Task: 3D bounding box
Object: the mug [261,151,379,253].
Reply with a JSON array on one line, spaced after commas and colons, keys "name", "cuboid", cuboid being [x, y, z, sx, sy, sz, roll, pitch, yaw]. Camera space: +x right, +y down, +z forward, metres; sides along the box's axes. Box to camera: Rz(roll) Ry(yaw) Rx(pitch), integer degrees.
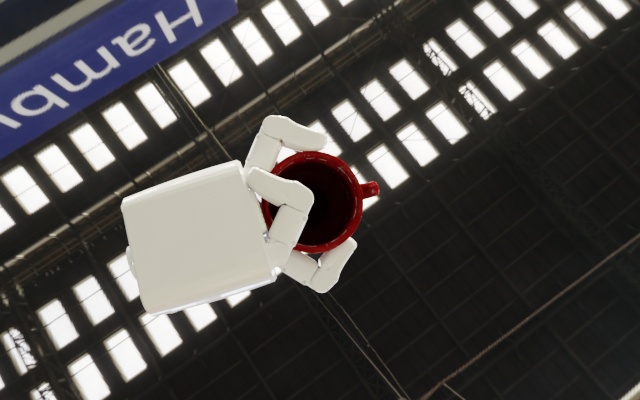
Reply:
[{"name": "mug", "cuboid": [0.001, 0.001, 0.470, 0.117, 0.093, 0.081, -16, -4, -8]}]
